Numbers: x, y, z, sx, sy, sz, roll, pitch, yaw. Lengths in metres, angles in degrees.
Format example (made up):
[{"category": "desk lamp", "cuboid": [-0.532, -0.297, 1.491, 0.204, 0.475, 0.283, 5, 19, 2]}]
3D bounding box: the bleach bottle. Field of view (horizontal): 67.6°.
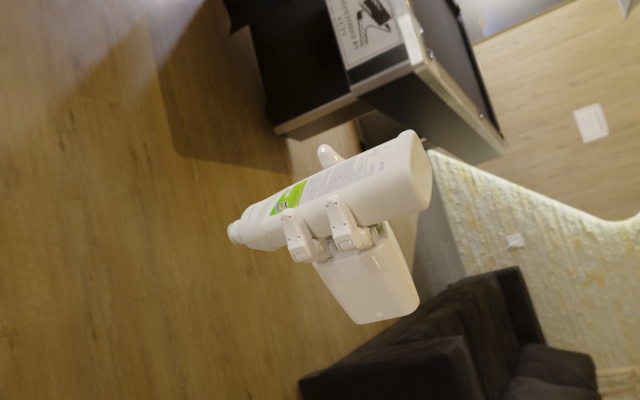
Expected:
[{"category": "bleach bottle", "cuboid": [0.000, 0.002, 0.560, 0.251, 0.068, 0.102, -19, 26, 26]}]
